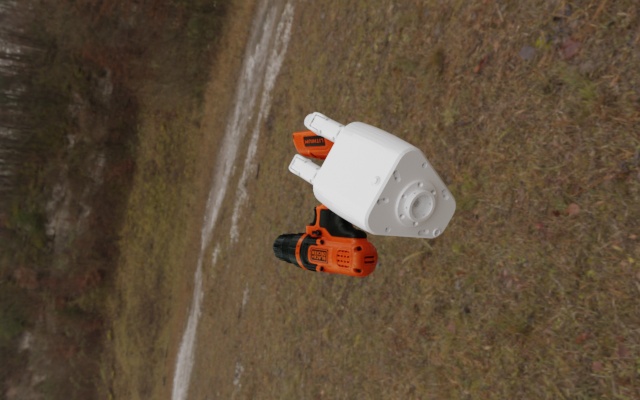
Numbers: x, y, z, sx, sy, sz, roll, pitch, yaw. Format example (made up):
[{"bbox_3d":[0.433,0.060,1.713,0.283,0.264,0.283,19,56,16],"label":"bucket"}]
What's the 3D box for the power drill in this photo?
[{"bbox_3d":[0.000,0.002,0.637,0.057,0.187,0.184,-2,3,-44],"label":"power drill"}]
